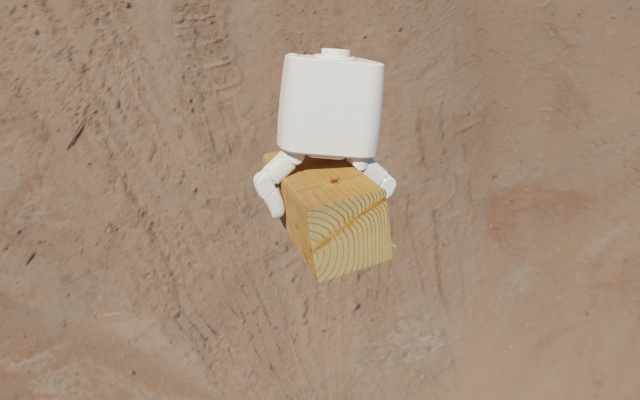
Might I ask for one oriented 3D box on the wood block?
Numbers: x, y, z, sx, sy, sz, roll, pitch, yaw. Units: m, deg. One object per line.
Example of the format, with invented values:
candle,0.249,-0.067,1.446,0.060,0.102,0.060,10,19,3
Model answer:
wood block,0.000,0.002,0.591,0.091,0.090,0.206,-15,25,-13
